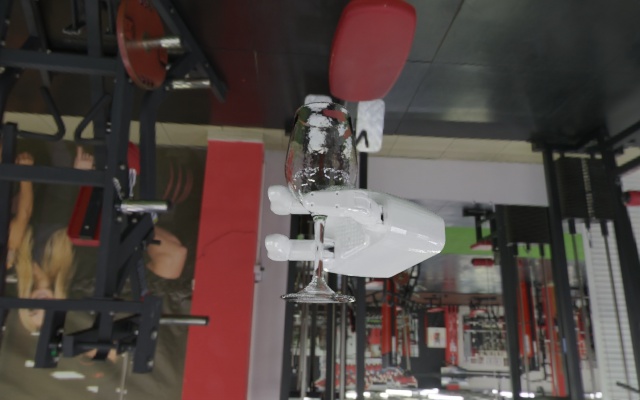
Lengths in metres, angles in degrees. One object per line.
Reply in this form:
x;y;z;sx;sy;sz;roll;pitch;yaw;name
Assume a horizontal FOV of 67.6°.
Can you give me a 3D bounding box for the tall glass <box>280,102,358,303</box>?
0.000;0.002;0.495;0.079;0.201;0.079;1;-16;0;tall glass
